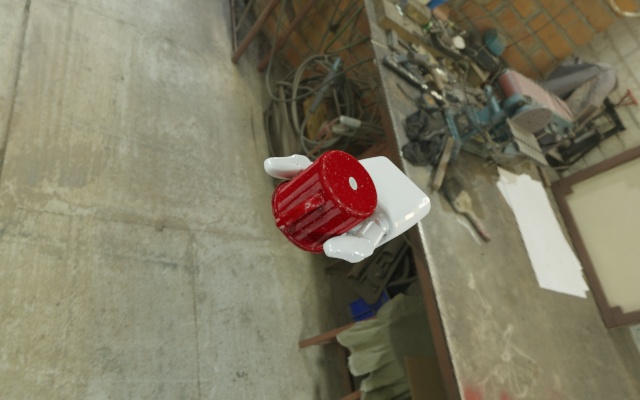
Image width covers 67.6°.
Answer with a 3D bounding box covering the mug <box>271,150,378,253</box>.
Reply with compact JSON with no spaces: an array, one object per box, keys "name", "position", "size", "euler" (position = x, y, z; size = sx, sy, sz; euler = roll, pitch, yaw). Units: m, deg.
[{"name":"mug","position":[-0.001,0.002,0.509],"size":[0.081,0.093,0.117],"euler":[-37,-10,39]}]
